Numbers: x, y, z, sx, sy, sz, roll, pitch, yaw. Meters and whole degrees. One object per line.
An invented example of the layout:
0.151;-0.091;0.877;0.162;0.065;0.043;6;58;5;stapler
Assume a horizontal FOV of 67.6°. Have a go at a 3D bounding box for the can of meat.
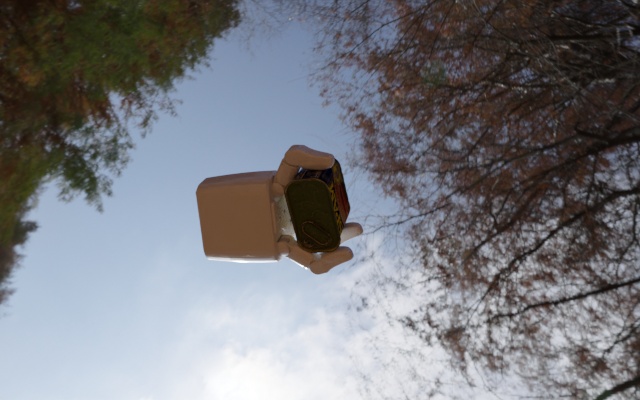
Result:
0.000;0.002;0.613;0.057;0.102;0.084;-5;26;18;can of meat
